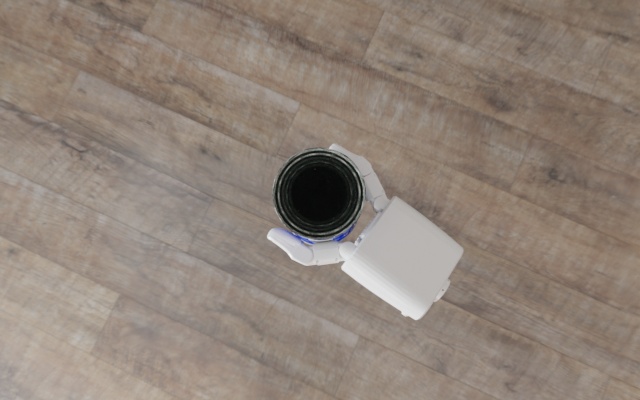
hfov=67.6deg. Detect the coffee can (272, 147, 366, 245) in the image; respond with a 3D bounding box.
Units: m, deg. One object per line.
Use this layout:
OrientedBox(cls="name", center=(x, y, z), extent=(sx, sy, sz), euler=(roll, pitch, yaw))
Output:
OrientedBox(cls="coffee can", center=(0.000, 0.002, 0.586), extent=(0.103, 0.103, 0.140), euler=(0, -8, 2))
